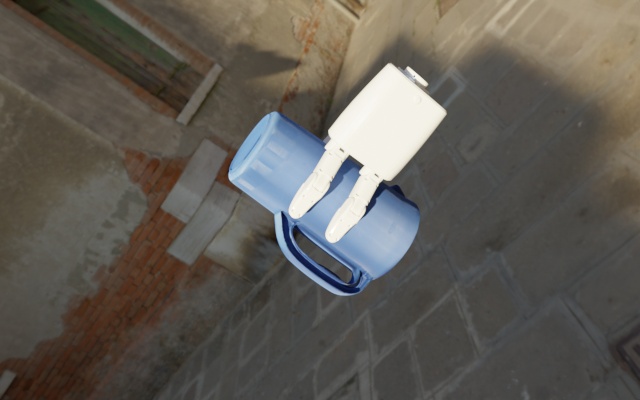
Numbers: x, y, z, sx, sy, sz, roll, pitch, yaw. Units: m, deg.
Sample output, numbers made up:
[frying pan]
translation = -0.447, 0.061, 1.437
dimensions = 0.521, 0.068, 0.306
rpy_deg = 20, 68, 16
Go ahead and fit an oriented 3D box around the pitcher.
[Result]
[pitcher]
translation = 0.000, 0.002, 0.634
dimensions = 0.243, 0.145, 0.149
rpy_deg = 35, 19, -19
